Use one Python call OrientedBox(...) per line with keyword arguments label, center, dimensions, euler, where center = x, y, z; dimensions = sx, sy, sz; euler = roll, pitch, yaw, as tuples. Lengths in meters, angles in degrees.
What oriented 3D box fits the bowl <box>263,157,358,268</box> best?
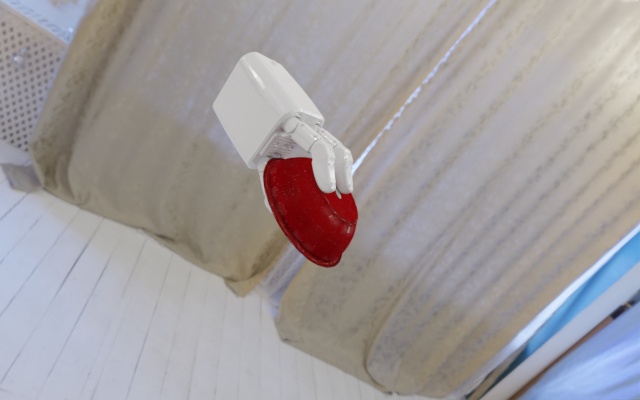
OrientedBox(label="bowl", center=(0.001, 0.003, 0.610), dimensions=(0.055, 0.162, 0.162), euler=(-31, -13, 22))
